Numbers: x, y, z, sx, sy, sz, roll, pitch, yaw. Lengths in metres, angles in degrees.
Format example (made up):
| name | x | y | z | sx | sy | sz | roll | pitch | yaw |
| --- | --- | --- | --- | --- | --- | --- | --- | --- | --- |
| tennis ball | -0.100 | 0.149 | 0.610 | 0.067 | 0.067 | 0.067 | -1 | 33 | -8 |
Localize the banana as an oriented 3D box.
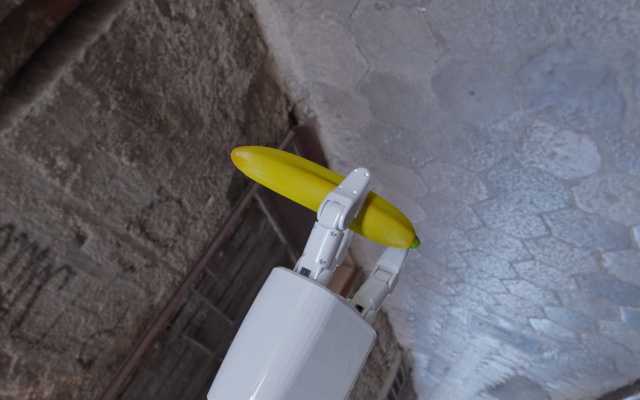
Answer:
| name | x | y | z | sx | sy | sz | roll | pitch | yaw |
| --- | --- | --- | --- | --- | --- | --- | --- | --- | --- |
| banana | 0.006 | -0.002 | 0.422 | 0.198 | 0.037 | 0.070 | 28 | -18 | -1 |
